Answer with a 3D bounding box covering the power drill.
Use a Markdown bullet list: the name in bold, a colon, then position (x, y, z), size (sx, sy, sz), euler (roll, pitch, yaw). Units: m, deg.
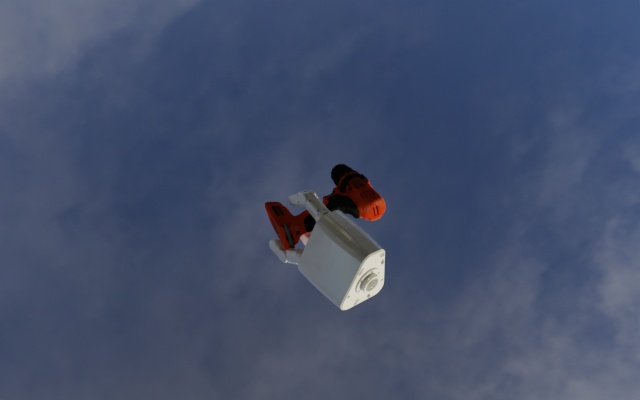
- **power drill**: position (0.000, 0.003, 0.846), size (0.187, 0.057, 0.184), euler (-23, 29, -9)
